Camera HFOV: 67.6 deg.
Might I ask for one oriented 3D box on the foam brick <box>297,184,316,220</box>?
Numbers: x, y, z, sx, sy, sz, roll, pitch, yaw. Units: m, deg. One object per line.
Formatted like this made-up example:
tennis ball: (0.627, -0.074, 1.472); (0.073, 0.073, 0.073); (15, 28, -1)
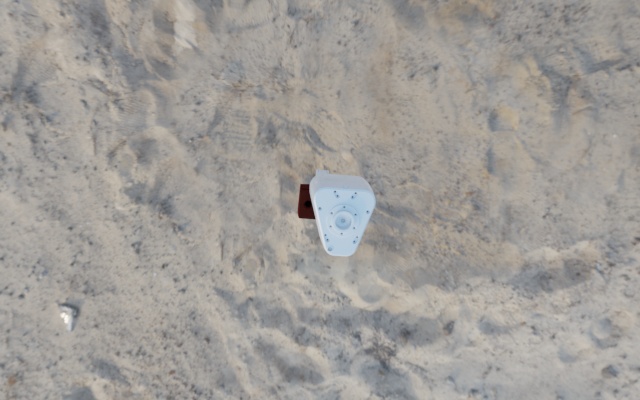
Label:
foam brick: (0.000, 0.003, 0.828); (0.078, 0.053, 0.051); (4, 12, -3)
